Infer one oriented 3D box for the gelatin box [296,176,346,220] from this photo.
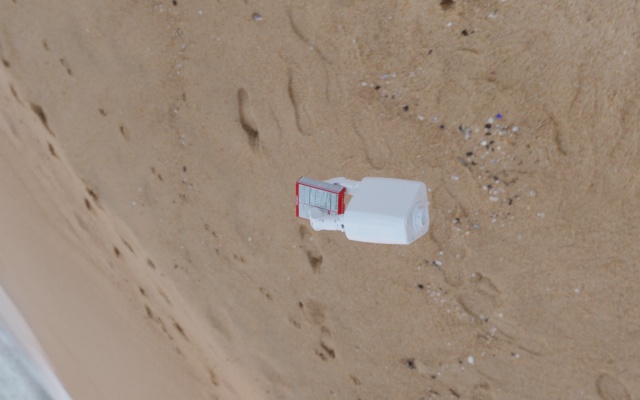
[{"bbox_3d":[0.000,0.003,0.849,0.089,0.073,0.030,14,34,21],"label":"gelatin box"}]
